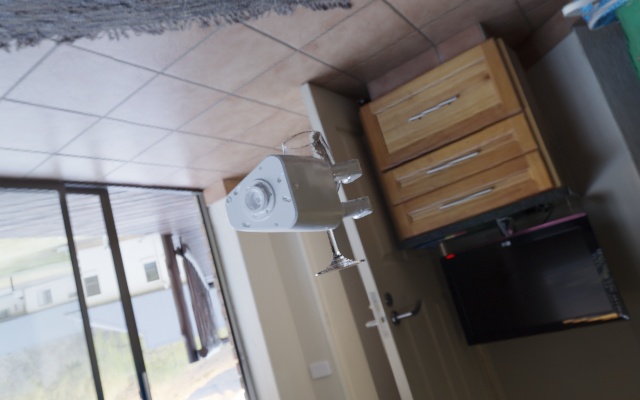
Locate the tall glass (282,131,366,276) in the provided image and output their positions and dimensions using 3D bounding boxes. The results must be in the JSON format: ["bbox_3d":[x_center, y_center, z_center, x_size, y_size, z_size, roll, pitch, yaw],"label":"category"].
[{"bbox_3d":[0.000,0.003,0.693,0.079,0.201,0.079,-16,-11,-3],"label":"tall glass"}]
